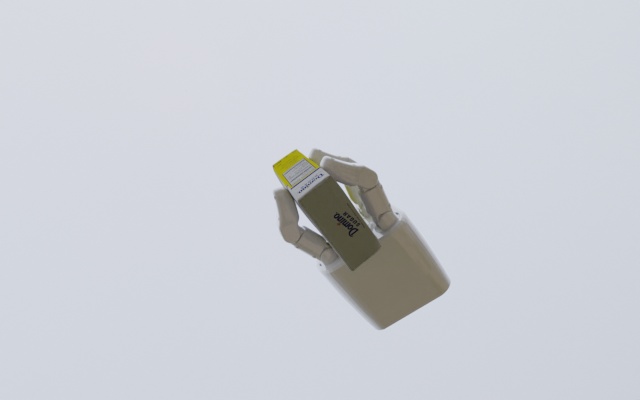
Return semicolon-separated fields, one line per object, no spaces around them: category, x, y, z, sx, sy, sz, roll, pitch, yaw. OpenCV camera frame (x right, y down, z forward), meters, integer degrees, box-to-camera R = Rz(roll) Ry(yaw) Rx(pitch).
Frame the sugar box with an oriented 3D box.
sugar box;0.001;0.001;0.520;0.048;0.093;0.176;-39;20;-4
